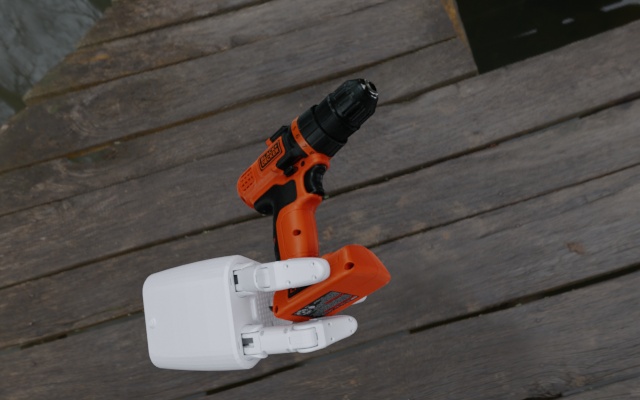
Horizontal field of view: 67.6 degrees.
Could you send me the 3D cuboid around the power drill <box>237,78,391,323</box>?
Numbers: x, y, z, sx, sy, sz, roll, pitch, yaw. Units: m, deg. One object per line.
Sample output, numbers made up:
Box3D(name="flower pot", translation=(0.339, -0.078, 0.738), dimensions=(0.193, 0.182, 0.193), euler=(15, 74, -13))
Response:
Box3D(name="power drill", translation=(0.000, 0.002, 0.437), dimensions=(0.057, 0.187, 0.184), euler=(20, -47, -39))
